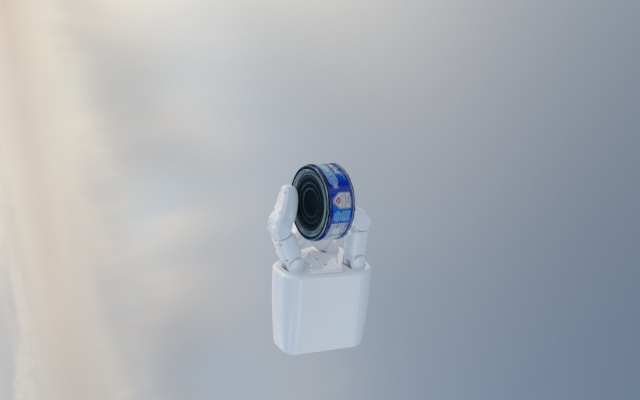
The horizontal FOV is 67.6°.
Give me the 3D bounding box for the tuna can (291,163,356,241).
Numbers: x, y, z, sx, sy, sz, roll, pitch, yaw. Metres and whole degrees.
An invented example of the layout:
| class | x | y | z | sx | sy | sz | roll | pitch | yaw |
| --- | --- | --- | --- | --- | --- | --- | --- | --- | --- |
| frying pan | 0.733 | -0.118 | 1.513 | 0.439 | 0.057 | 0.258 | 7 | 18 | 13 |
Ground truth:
| class | x | y | z | sx | sy | sz | roll | pitch | yaw |
| --- | --- | --- | --- | --- | --- | --- | --- | --- | --- |
| tuna can | 0.000 | 0.002 | 0.524 | 0.034 | 0.086 | 0.086 | -4 | 2 | -32 |
